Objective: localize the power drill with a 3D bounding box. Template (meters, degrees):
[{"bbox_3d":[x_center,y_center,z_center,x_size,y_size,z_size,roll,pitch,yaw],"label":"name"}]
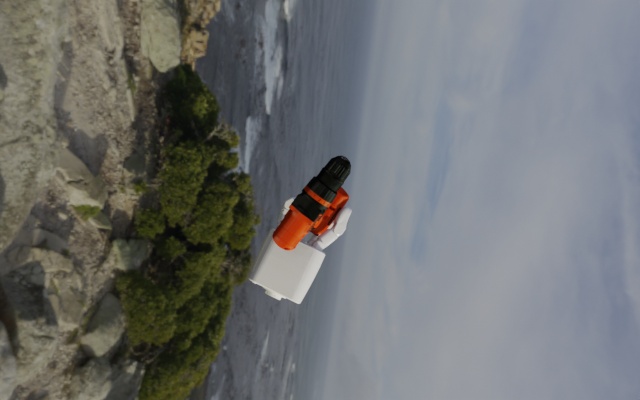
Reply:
[{"bbox_3d":[0.000,0.003,0.855,0.057,0.184,0.187,41,8,10],"label":"power drill"}]
